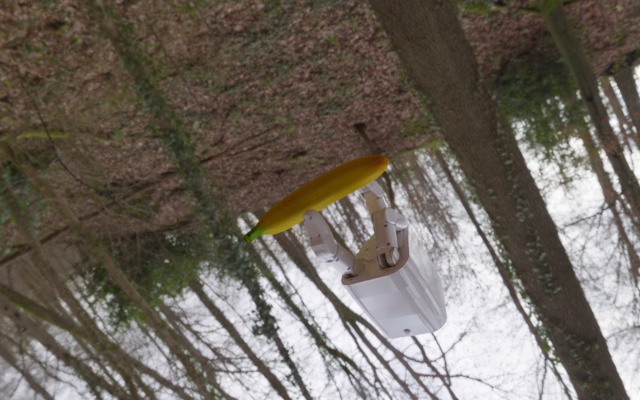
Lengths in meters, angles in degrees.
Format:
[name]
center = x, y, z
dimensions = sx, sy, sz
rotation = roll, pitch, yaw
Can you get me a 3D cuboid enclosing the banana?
[banana]
center = -0.002, -0.004, 0.589
dimensions = 0.198, 0.037, 0.069
rotation = -31, 18, 13
